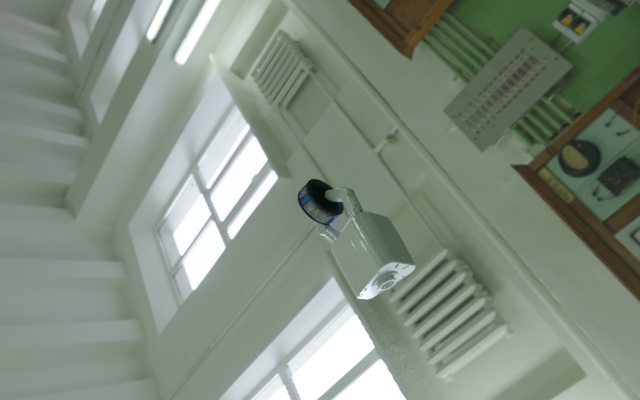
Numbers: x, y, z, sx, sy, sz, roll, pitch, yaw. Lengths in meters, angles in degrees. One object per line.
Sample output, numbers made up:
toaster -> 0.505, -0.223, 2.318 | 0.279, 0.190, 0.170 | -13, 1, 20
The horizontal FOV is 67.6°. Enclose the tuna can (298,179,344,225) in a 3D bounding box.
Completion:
tuna can -> 0.000, 0.003, 0.882 | 0.086, 0.086, 0.034 | 0, -39, -52
